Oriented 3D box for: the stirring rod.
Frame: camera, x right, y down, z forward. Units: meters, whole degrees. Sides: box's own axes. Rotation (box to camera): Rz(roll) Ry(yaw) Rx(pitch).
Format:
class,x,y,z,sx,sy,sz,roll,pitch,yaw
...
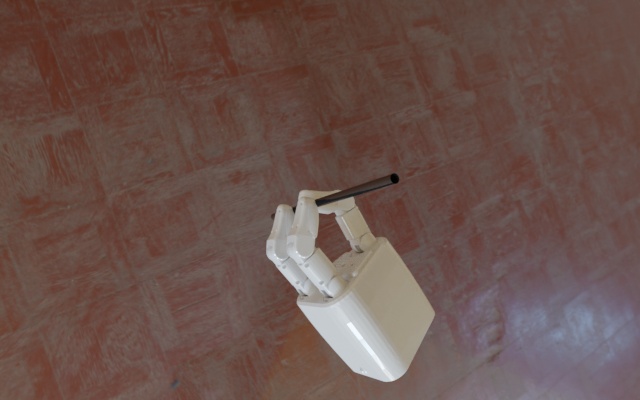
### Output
class,x,y,z,sx,sy,sz,roll,pitch,yaw
stirring rod,0.000,0.002,0.458,0.011,0.011,0.239,0,-8,-27
